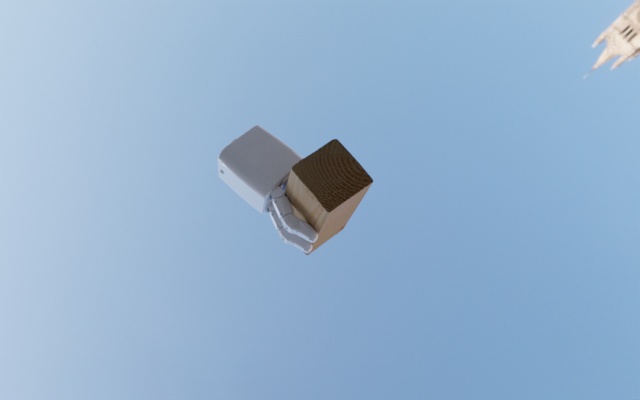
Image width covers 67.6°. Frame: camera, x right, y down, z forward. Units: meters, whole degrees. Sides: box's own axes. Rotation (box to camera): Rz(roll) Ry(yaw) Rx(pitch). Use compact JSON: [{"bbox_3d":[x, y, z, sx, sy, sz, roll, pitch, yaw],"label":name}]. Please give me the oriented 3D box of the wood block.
[{"bbox_3d":[0.000,0.002,0.778,0.091,0.090,0.206,-36,-12,-22],"label":"wood block"}]
